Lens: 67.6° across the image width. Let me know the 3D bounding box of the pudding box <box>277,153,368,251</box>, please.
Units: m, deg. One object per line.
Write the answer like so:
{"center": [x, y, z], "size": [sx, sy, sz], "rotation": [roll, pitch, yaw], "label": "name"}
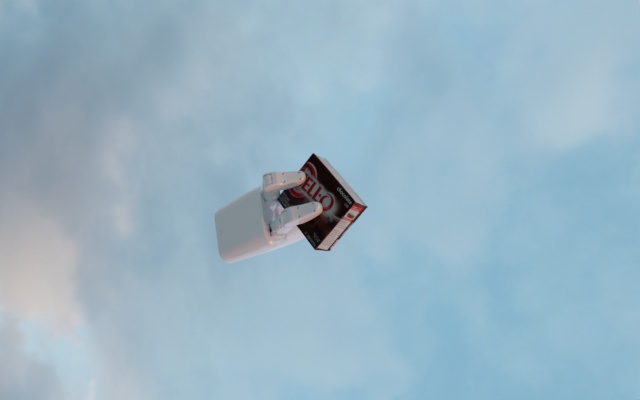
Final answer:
{"center": [0.000, 0.002, 0.675], "size": [0.039, 0.090, 0.113], "rotation": [15, 29, -53], "label": "pudding box"}
